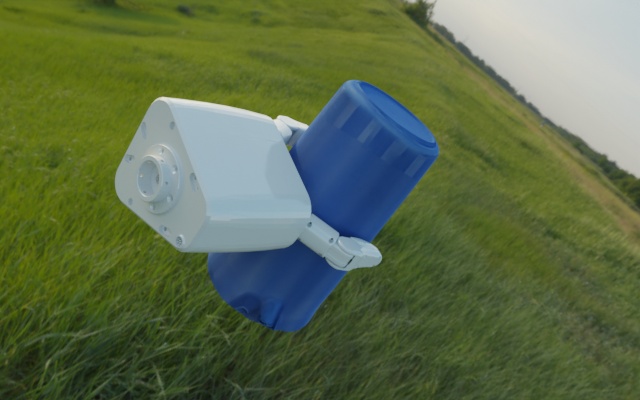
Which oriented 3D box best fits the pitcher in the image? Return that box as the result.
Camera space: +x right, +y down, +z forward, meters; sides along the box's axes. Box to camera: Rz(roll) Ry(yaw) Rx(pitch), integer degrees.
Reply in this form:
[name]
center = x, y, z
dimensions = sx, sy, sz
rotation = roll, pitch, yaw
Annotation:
[pitcher]
center = 0.000, 0.002, 0.486
dimensions = 0.149, 0.243, 0.145
rotation = 50, 26, 25
